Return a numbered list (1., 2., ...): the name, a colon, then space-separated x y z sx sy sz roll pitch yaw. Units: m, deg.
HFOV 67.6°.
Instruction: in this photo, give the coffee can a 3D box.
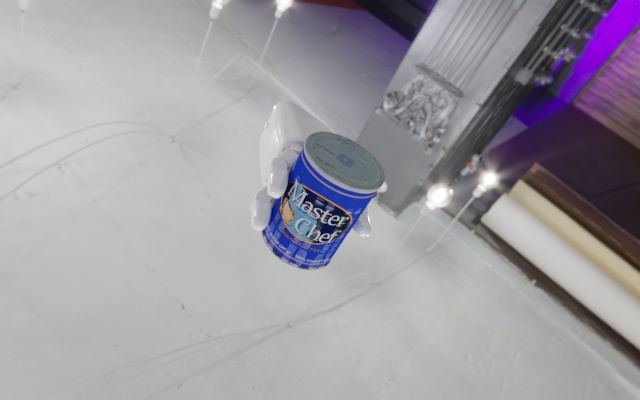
1. coffee can: 0.000 0.002 0.588 0.103 0.140 0.102 20 35 -15
